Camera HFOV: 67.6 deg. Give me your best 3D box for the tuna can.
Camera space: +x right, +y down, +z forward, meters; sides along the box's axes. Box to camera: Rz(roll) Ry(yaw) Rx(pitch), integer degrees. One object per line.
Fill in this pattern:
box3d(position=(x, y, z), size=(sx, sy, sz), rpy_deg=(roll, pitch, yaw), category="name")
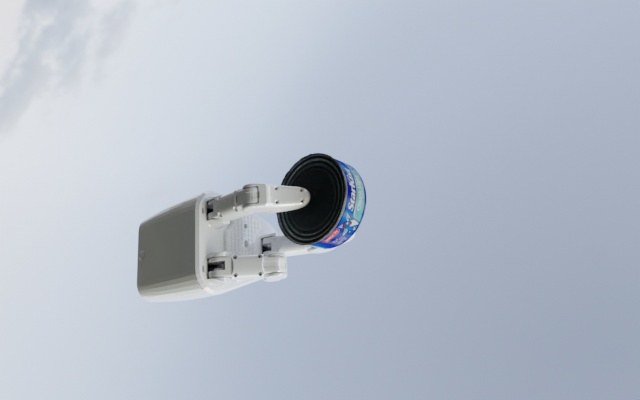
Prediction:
box3d(position=(0.001, 0.002, 0.444), size=(0.086, 0.086, 0.034), rpy_deg=(0, -12, 43), category="tuna can")
